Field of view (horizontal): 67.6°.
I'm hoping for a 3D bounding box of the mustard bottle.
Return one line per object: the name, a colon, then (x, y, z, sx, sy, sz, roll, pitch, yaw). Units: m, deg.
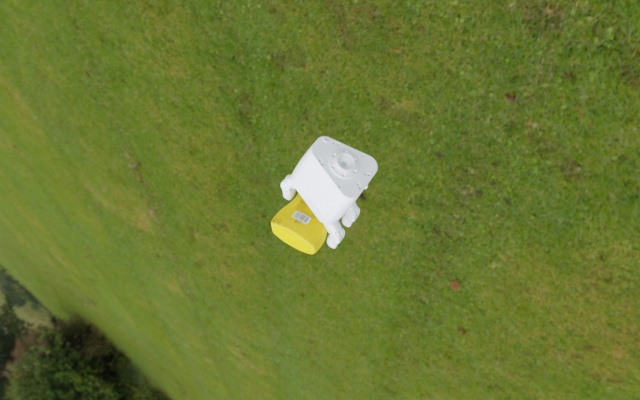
mustard bottle: (0.000, 0.003, 0.882, 0.096, 0.191, 0.058, 26, -31, 21)
